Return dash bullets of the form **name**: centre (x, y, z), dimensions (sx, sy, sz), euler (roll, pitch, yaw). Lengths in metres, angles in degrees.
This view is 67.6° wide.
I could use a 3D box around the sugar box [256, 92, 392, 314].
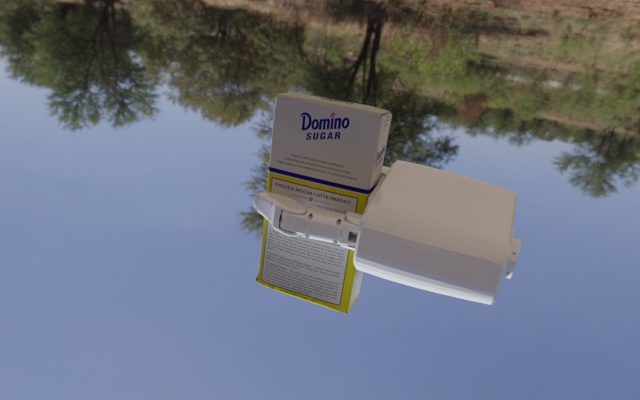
- **sugar box**: centre (0.000, 0.001, 0.418), dimensions (0.093, 0.176, 0.048), euler (15, 17, 17)
